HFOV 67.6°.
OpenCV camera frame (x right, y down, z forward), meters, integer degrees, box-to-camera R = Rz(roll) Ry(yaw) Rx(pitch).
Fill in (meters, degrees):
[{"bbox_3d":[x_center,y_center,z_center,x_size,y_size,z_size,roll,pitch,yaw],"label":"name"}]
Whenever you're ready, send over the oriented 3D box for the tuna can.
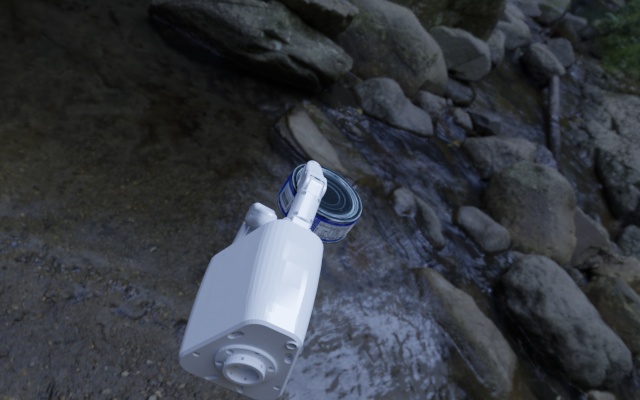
[{"bbox_3d":[0.000,0.001,0.500,0.086,0.086,0.034,0,-42,-40],"label":"tuna can"}]
